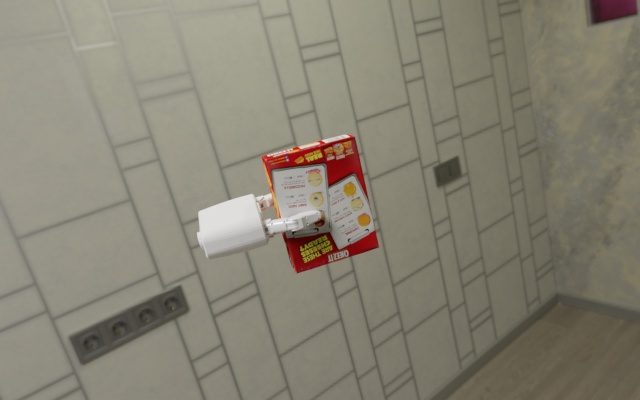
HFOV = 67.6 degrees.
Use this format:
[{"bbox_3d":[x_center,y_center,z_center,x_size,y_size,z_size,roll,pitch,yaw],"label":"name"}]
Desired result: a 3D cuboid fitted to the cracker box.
[{"bbox_3d":[0.000,0.003,0.866,0.164,0.214,0.072,-16,15,-9],"label":"cracker box"}]
